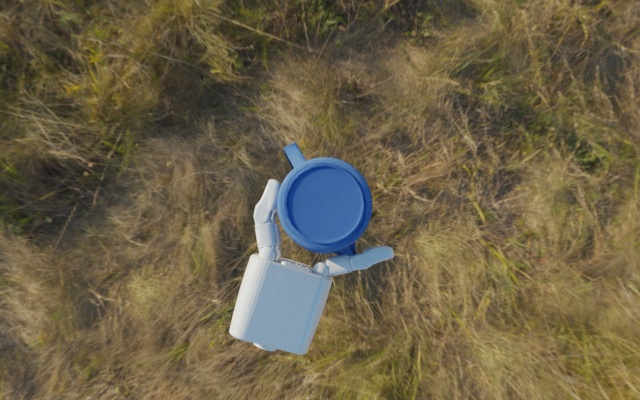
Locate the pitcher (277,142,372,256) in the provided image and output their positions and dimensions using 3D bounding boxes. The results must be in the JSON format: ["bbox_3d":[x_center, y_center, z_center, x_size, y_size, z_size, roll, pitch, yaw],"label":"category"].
[{"bbox_3d":[0.000,0.002,0.647,0.149,0.145,0.243,17,-3,2],"label":"pitcher"}]
